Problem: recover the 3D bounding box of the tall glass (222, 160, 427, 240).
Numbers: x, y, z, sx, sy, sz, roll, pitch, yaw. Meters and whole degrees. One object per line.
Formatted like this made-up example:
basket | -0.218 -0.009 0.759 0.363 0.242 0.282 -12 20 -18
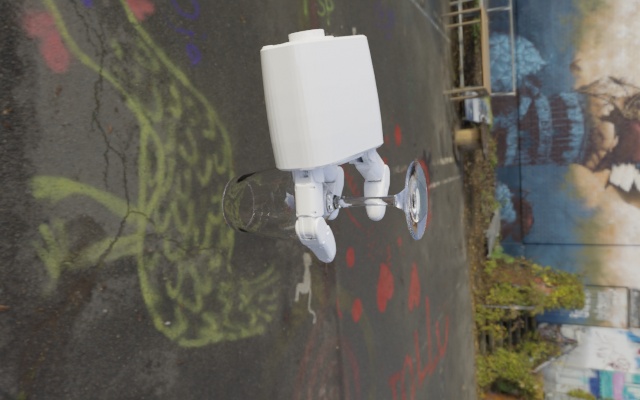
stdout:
tall glass | 0.001 0.002 0.483 0.201 0.079 0.079 -2 -1 26
